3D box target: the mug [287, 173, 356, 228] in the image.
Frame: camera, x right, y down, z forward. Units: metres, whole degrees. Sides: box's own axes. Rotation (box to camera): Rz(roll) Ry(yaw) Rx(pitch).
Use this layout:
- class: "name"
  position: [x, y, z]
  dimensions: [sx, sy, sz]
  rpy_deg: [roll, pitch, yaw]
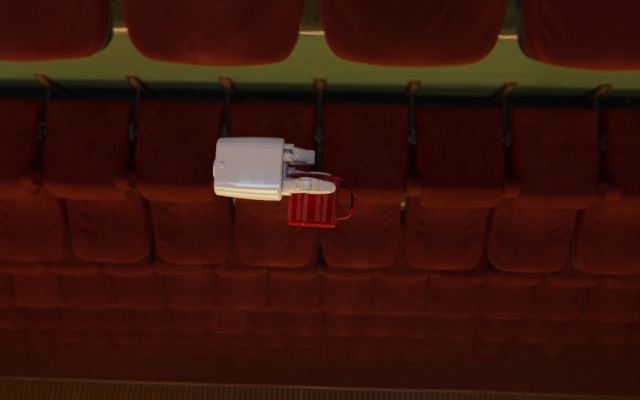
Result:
- class: "mug"
  position: [0.002, 0.003, 0.788]
  dimensions: [0.117, 0.081, 0.093]
  rpy_deg: [3, -5, 3]
